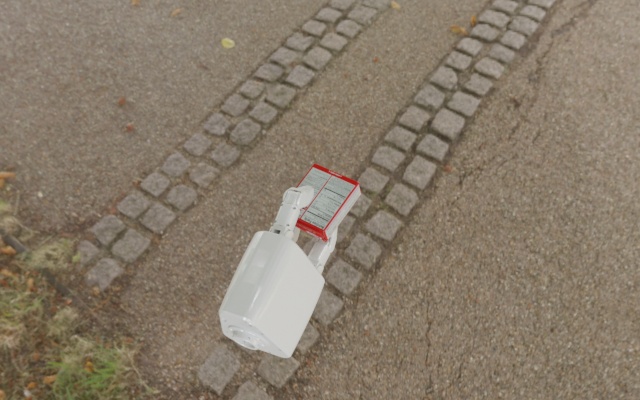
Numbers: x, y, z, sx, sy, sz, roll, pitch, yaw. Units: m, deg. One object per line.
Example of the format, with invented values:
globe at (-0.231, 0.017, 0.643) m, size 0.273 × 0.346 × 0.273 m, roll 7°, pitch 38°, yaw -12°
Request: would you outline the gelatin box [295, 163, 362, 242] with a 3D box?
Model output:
gelatin box at (0.000, 0.002, 0.630) m, size 0.073 × 0.089 × 0.030 m, roll 25°, pitch -24°, yaw 26°
